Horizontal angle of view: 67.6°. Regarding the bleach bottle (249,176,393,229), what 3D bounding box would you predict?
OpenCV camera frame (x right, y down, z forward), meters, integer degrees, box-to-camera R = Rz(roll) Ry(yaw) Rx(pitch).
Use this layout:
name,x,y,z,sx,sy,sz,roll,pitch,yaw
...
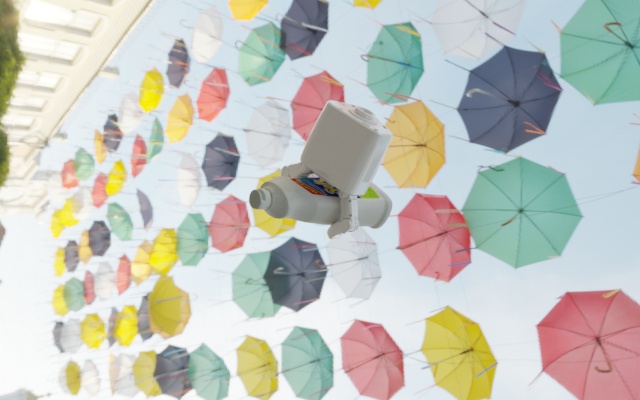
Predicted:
name,x,y,z,sx,sy,sz,roll,pitch,yaw
bleach bottle,0.000,0.002,0.766,0.251,0.068,0.102,-1,35,-45
